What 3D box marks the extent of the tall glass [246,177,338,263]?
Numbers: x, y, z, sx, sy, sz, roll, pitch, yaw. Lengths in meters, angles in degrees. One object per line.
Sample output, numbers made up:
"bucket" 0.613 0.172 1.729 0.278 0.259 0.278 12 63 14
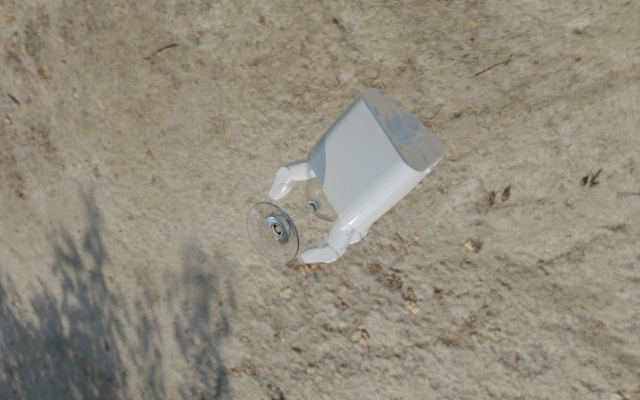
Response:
"tall glass" 0.000 0.002 0.607 0.079 0.079 0.201 0 20 35
